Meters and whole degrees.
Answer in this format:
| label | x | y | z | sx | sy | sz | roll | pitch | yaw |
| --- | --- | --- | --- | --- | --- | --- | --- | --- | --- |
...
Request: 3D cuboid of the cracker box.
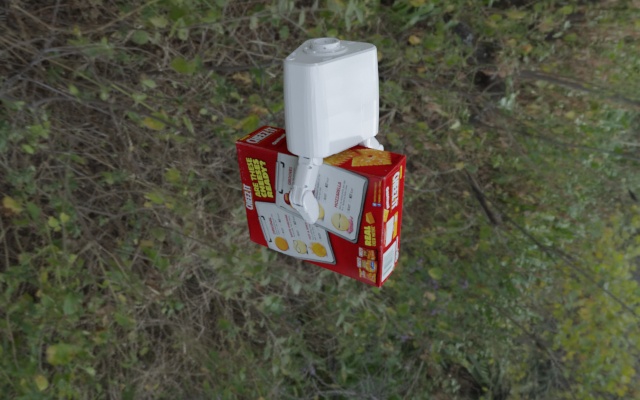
| label | x | y | z | sx | sy | sz | roll | pitch | yaw |
| --- | --- | --- | --- | --- | --- | --- | --- | --- | --- |
| cracker box | 0.000 | 0.002 | 0.631 | 0.213 | 0.164 | 0.072 | 16 | 37 | 28 |
